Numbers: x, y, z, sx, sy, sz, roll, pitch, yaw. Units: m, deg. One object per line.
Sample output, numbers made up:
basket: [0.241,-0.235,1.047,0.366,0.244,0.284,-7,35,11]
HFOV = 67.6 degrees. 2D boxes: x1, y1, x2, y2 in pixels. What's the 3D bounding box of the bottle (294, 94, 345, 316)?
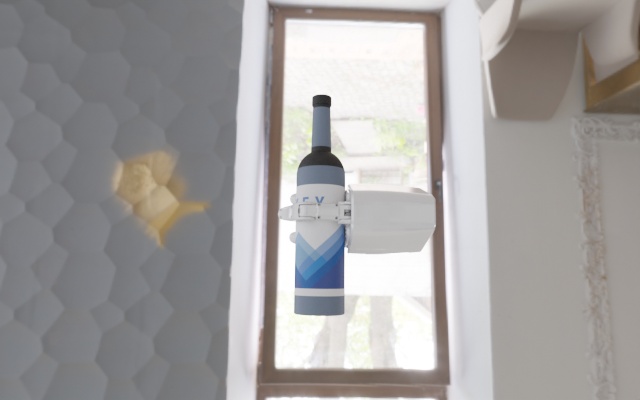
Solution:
bottle: [0.000,0.002,0.642,0.069,0.295,0.069,1,-8,0]
